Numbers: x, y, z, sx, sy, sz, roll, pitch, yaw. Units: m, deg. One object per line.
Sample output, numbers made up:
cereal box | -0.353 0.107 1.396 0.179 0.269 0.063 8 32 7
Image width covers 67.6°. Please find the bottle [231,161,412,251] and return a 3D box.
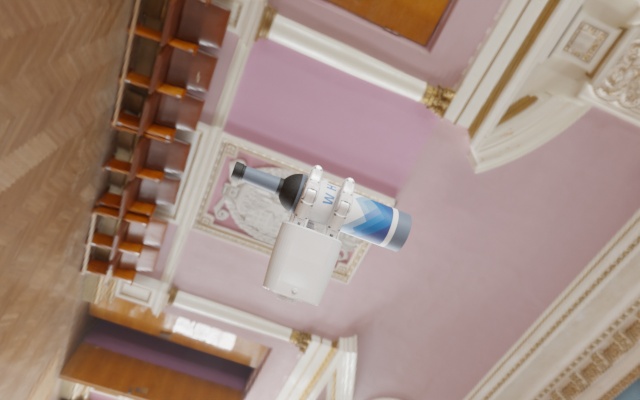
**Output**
bottle | 0.000 0.003 0.771 0.296 0.069 0.069 21 -4 -9
